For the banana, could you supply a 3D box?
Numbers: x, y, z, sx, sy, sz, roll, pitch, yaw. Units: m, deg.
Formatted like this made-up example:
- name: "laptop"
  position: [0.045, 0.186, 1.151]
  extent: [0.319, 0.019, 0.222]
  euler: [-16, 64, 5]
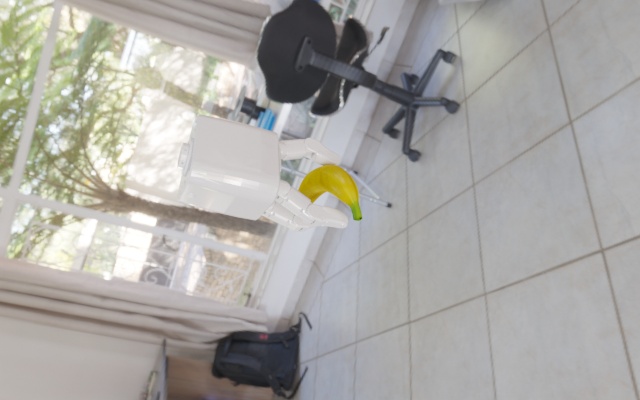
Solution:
- name: "banana"
  position: [0.004, -0.016, 0.675]
  extent: [0.037, 0.069, 0.198]
  euler: [8, 1, -23]
